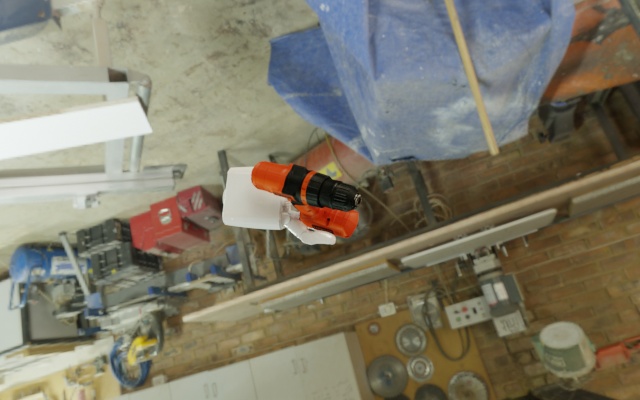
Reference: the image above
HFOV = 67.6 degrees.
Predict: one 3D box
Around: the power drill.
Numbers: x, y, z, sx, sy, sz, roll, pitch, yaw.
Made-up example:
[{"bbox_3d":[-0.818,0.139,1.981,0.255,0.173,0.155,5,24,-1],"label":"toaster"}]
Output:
[{"bbox_3d":[0.000,0.003,0.775,0.184,0.057,0.188,18,-15,27],"label":"power drill"}]
